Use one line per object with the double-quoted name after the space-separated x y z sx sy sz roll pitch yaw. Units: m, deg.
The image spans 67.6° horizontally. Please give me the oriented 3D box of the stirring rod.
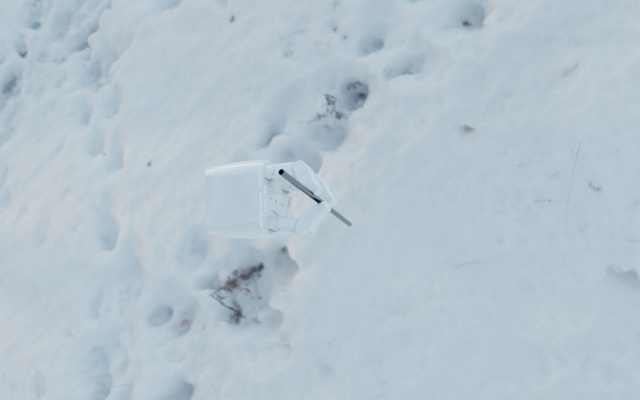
0.000 0.002 0.687 0.011 0.011 0.240 0 -18 25 "stirring rod"
